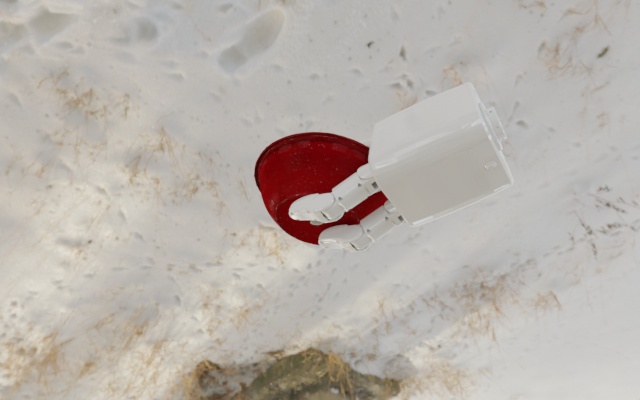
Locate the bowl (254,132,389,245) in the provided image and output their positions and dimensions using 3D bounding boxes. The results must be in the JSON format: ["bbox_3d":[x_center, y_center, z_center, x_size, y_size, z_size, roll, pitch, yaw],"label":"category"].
[{"bbox_3d":[-0.001,0.003,0.528,0.162,0.055,0.162,7,-38,5],"label":"bowl"}]
